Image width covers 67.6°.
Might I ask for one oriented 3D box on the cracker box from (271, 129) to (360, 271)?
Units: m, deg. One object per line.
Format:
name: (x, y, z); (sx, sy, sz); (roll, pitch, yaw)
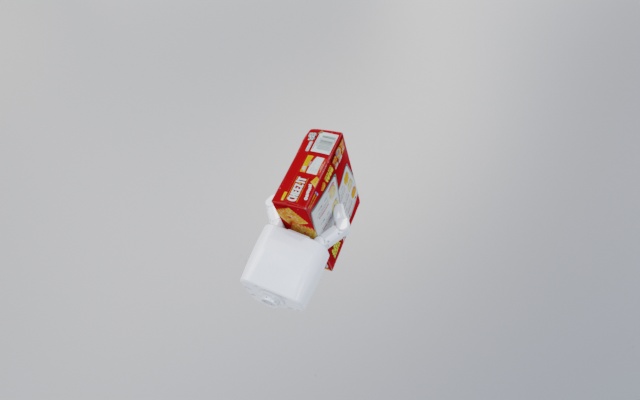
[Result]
cracker box: (0.000, 0.003, 0.859); (0.072, 0.164, 0.214); (13, -30, 22)
